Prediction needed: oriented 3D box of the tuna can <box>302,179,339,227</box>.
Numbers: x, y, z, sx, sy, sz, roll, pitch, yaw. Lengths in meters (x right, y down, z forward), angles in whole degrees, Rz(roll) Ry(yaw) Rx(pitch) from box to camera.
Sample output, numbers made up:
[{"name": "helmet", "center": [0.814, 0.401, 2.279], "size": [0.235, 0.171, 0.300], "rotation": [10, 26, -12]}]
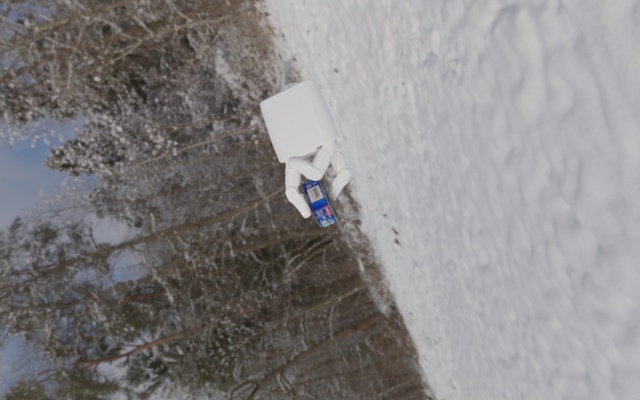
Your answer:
[{"name": "tuna can", "center": [0.000, 0.003, 0.829], "size": [0.034, 0.086, 0.086], "rotation": [-24, -2, 4]}]
